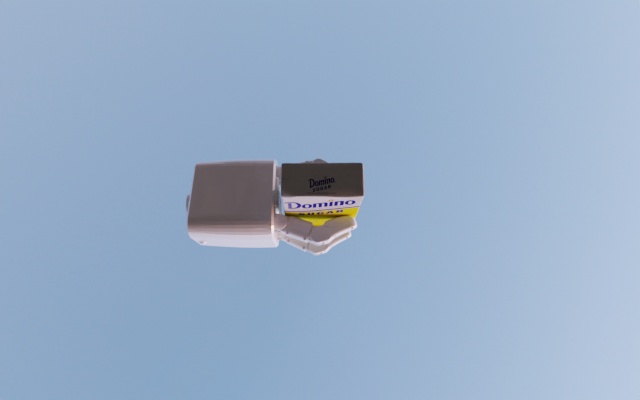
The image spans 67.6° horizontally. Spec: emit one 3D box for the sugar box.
[{"bbox_3d":[0.000,0.003,0.600,0.093,0.048,0.176,0,-14,-1],"label":"sugar box"}]
